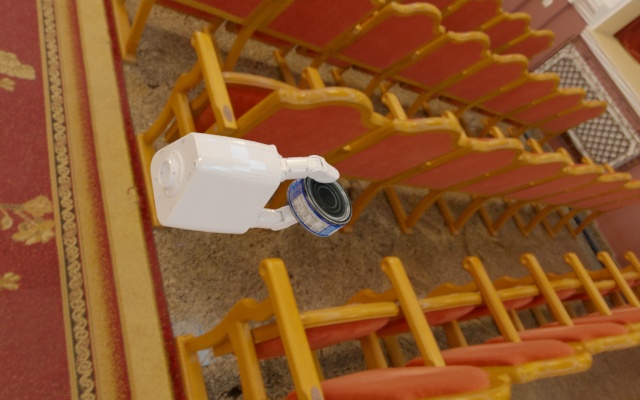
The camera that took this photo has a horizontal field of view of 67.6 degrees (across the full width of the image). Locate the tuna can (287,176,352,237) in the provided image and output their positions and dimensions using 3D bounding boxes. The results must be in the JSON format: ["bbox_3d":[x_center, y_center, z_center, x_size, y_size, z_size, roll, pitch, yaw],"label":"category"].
[{"bbox_3d":[0.001,0.002,0.614,0.034,0.086,0.086,-37,-23,34],"label":"tuna can"}]
